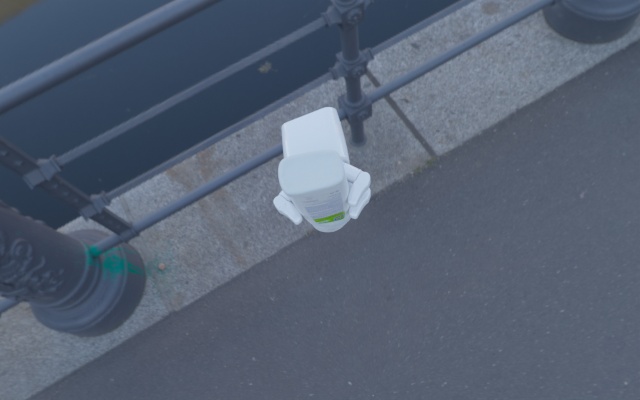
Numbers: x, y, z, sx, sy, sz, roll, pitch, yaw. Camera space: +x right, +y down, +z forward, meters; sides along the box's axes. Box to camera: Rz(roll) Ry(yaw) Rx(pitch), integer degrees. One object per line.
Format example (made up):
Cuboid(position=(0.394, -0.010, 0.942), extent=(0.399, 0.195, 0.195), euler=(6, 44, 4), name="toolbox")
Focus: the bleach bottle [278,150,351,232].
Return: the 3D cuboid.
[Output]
Cuboid(position=(0.000, 0.003, 0.820), extent=(0.102, 0.068, 0.251), euler=(-12, -23, 2), name="bleach bottle")
